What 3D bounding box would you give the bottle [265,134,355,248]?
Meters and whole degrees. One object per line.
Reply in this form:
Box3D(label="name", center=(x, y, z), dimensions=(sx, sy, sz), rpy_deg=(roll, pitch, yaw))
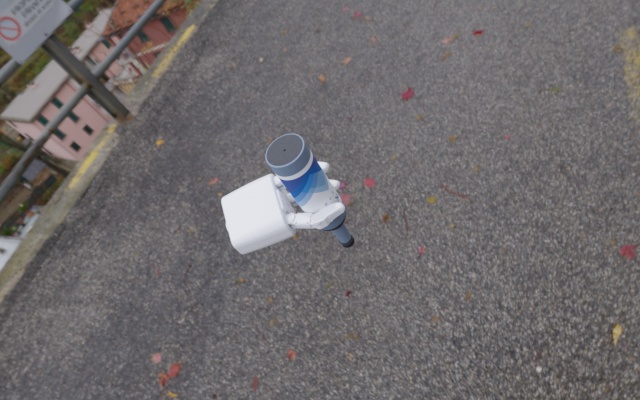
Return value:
Box3D(label="bottle", center=(0.000, 0.003, 0.840), dimensions=(0.069, 0.069, 0.296), rpy_deg=(0, -33, 26))
